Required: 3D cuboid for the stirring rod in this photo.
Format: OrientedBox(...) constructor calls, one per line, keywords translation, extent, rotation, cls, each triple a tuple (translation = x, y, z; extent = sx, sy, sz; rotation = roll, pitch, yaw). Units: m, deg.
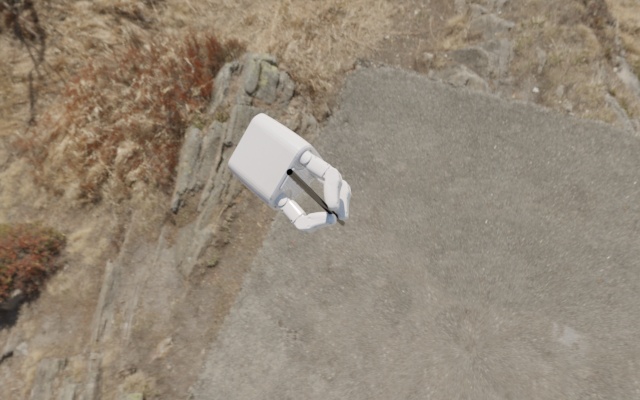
OrientedBox(translation=(0.000, 0.002, 0.646), extent=(0.011, 0.011, 0.240), rotation=(0, -16, 18), cls="stirring rod")
